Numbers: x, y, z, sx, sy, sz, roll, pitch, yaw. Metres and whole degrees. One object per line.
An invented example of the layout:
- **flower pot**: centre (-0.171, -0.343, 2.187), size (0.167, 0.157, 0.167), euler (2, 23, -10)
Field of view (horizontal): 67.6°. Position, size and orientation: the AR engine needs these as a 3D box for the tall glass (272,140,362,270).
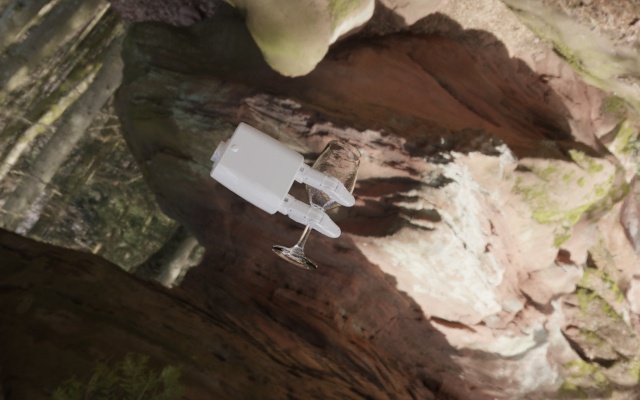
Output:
- **tall glass**: centre (0.000, 0.003, 0.754), size (0.079, 0.201, 0.079), euler (23, -20, 9)
